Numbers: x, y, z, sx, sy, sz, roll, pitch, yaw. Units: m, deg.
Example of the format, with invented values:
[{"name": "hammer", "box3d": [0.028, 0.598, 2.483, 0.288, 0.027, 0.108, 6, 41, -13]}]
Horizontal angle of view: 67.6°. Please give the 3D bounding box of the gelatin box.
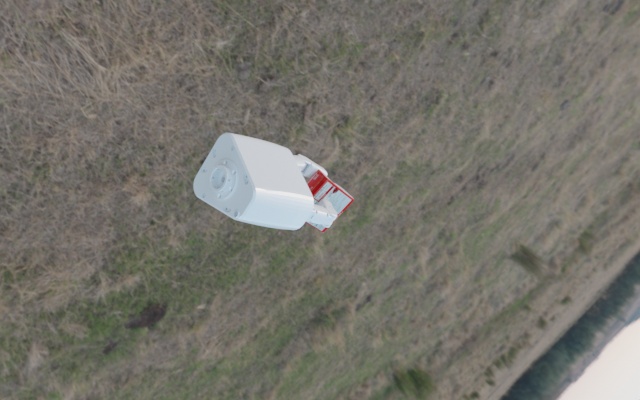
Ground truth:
[{"name": "gelatin box", "box3d": [0.001, 0.003, 0.724, 0.030, 0.073, 0.089, 48, 8, 37]}]
